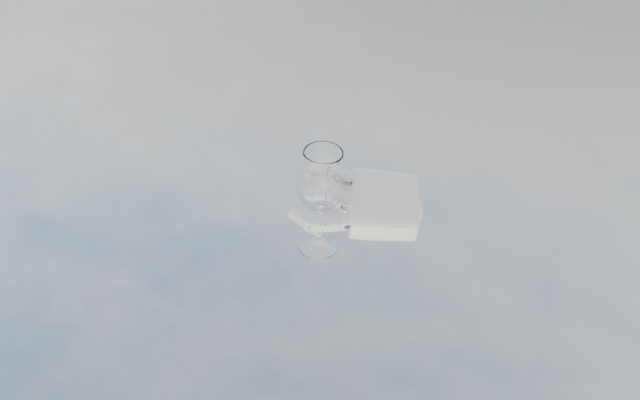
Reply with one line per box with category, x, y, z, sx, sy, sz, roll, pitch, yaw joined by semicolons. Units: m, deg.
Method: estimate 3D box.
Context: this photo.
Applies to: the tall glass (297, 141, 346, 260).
tall glass;0.000;0.003;0.782;0.079;0.201;0.079;2;41;-1
